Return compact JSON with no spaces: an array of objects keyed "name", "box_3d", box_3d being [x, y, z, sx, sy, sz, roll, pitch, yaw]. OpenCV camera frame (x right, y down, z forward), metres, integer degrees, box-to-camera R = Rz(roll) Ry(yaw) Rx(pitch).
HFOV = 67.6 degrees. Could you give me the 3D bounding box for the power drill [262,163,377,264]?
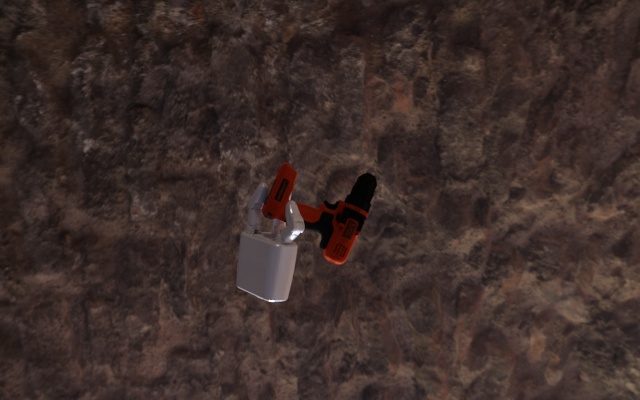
[{"name":"power drill","box_3d":[0.000,0.003,0.889,0.187,0.184,0.057,26,-11,-10]}]
